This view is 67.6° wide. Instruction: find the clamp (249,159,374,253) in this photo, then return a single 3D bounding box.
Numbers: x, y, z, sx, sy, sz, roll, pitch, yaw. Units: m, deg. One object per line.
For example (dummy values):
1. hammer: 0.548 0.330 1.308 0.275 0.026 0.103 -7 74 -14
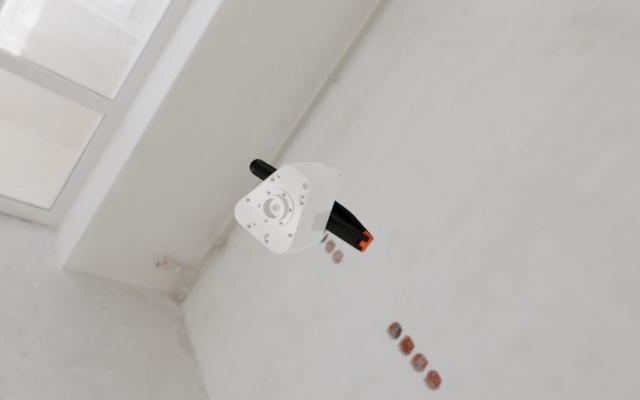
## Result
1. clamp: 0.001 0.002 0.761 0.210 0.036 0.164 39 16 13
